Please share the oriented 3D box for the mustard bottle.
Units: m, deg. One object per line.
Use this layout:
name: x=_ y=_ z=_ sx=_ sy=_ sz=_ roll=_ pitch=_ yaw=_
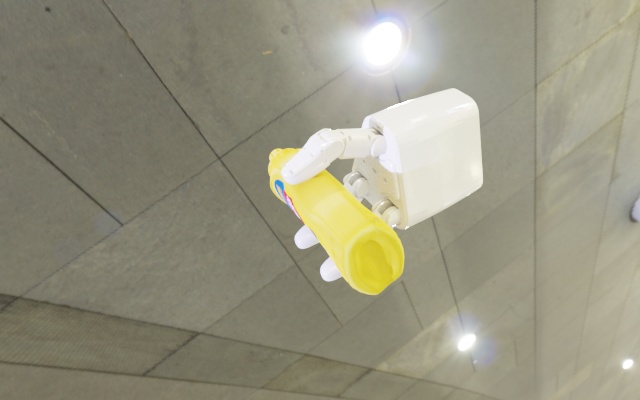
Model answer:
mustard bottle: x=0.000 y=0.002 z=0.466 sx=0.191 sy=0.058 sz=0.096 roll=47 pitch=-4 yaw=42
